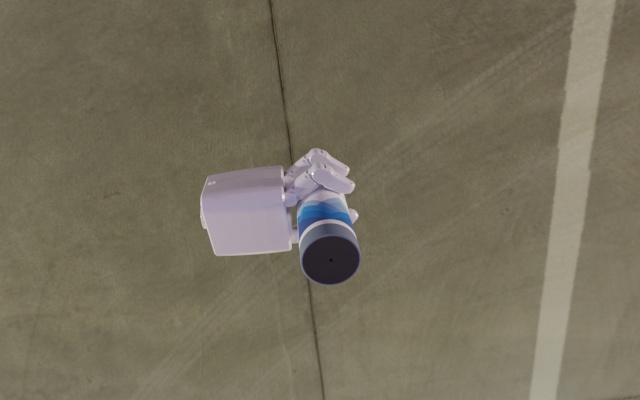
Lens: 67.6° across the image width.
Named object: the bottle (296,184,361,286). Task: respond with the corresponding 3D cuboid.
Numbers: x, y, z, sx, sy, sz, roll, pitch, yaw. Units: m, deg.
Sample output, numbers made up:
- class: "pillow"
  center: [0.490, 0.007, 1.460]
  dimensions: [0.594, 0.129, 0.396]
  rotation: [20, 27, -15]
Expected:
- class: "bottle"
  center: [0.000, 0.002, 0.648]
  dimensions: [0.069, 0.069, 0.295]
  rotation: [0, 25, -5]
